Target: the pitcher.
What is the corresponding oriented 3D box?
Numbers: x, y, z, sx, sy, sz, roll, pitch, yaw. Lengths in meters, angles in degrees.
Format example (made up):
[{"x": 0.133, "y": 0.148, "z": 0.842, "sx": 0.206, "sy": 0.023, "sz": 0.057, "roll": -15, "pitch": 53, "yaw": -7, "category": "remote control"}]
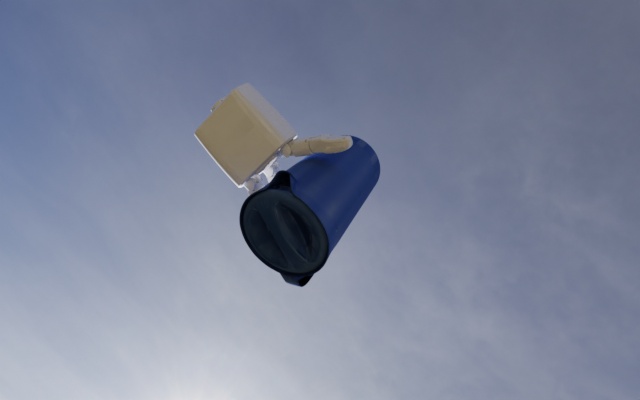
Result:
[{"x": 0.000, "y": 0.002, "z": 0.710, "sx": 0.149, "sy": 0.145, "sz": 0.242, "roll": -41, "pitch": 3, "yaw": 39, "category": "pitcher"}]
